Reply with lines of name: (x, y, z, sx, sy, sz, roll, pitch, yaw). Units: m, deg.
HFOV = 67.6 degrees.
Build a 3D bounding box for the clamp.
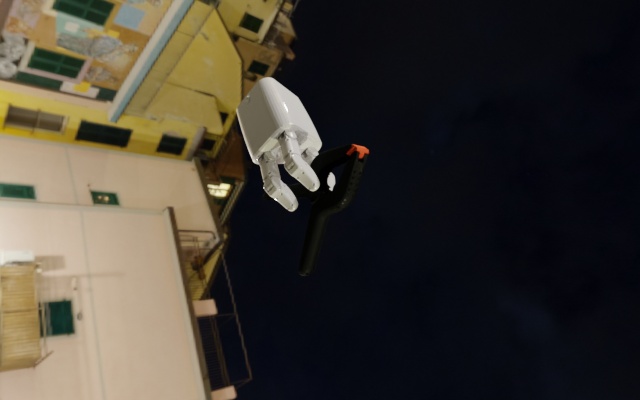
clamp: (0.001, 0.002, 0.714, 0.036, 0.164, 0.210, 4, -37, -47)
